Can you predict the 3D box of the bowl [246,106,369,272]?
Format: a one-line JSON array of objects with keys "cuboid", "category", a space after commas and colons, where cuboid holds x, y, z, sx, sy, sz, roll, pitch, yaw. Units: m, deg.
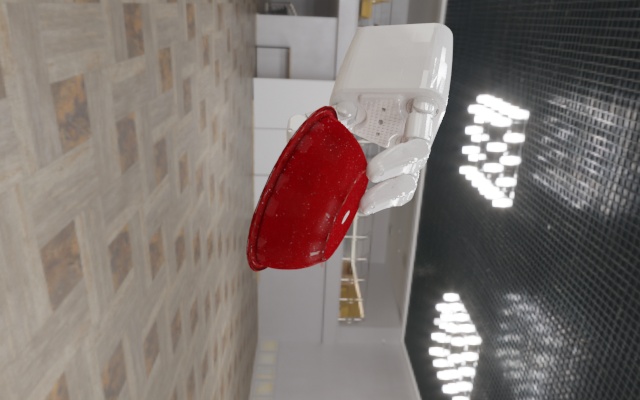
[{"cuboid": [0.000, 0.003, 0.425, 0.055, 0.162, 0.162, 26, 6, 13], "category": "bowl"}]
